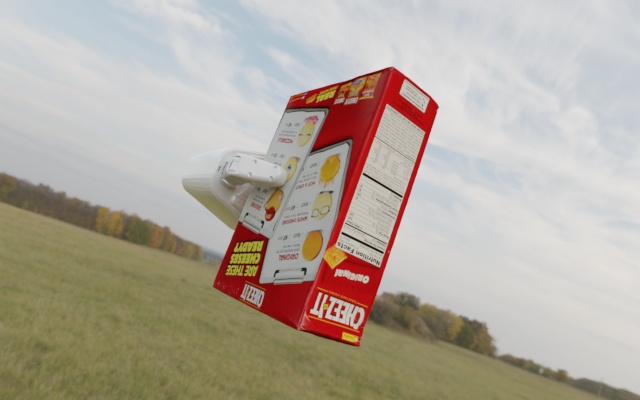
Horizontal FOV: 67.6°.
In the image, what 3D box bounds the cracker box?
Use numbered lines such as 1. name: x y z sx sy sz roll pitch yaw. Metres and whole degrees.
1. cracker box: 0.000 0.001 0.432 0.072 0.213 0.164 26 -12 -32
